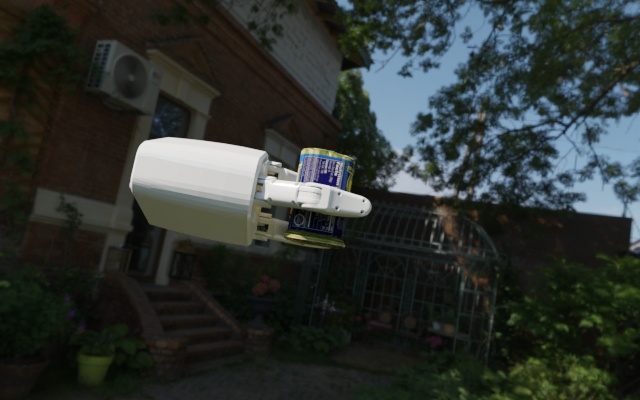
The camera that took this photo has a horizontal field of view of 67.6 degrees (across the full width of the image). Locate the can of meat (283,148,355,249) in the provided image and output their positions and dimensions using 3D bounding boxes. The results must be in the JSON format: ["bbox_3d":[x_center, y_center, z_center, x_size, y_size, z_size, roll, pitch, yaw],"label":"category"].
[{"bbox_3d":[0.000,0.001,0.471,0.057,0.084,0.102,10,-7,0],"label":"can of meat"}]
